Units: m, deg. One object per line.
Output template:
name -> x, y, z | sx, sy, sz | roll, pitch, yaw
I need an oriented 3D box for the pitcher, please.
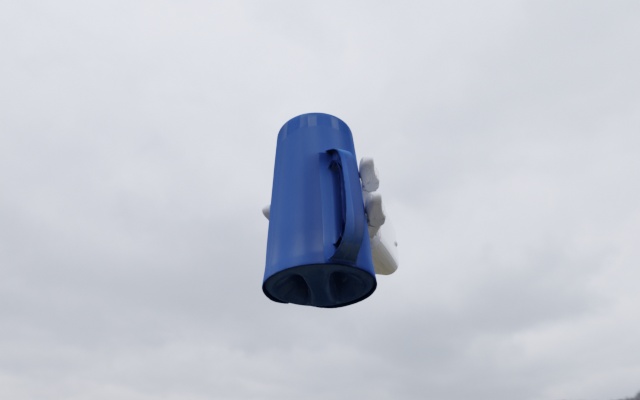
pitcher -> 0.000, 0.002, 0.606 | 0.149, 0.242, 0.145 | -16, -35, 20
